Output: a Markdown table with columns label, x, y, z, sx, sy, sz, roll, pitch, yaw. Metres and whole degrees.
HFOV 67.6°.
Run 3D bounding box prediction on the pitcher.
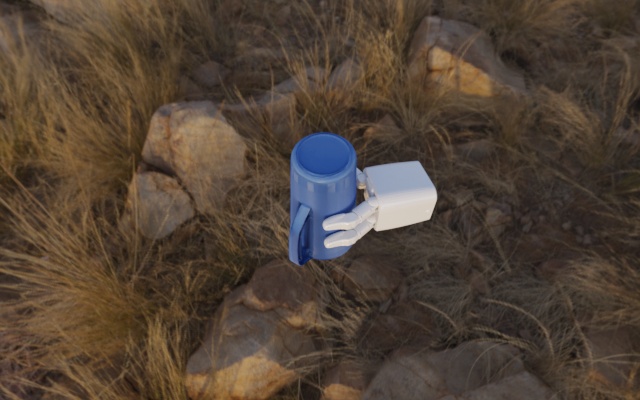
| label | x | y | z | sx | sy | sz | roll | pitch | yaw |
| --- | --- | --- | --- | --- | --- | --- | --- | --- | --- |
| pitcher | 0.000 | 0.003 | 0.861 | 0.145 | 0.149 | 0.243 | -10 | -35 | -7 |
